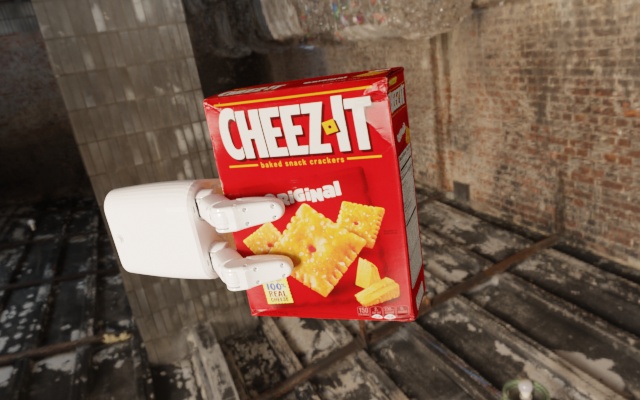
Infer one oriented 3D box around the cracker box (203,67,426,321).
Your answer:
[{"bbox_3d":[0.000,0.002,0.431,0.164,0.214,0.072,-2,20,21],"label":"cracker box"}]
